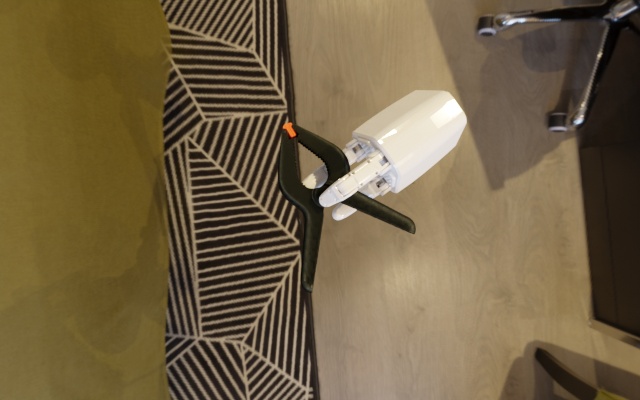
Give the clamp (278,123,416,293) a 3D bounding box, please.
[{"bbox_3d":[0.000,0.001,0.607,0.164,0.210,0.036,-36,3,-5],"label":"clamp"}]
